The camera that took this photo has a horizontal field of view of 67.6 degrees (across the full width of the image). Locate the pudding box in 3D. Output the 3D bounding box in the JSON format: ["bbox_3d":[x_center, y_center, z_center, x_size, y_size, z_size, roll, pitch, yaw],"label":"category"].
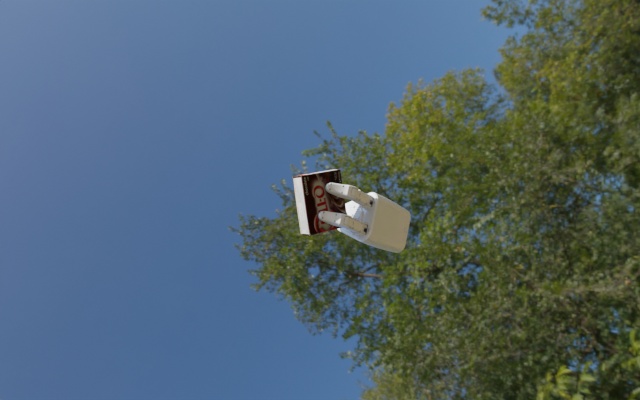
[{"bbox_3d":[0.000,0.003,0.892,0.090,0.113,0.039,-12,4,-35],"label":"pudding box"}]
